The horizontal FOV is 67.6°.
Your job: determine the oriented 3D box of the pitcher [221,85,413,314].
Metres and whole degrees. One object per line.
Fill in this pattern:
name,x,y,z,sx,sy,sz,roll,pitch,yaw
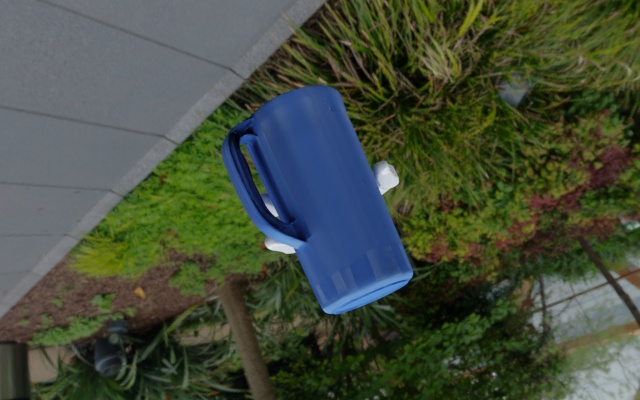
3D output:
pitcher,0.000,0.002,0.548,0.149,0.242,0.145,-25,-18,5
